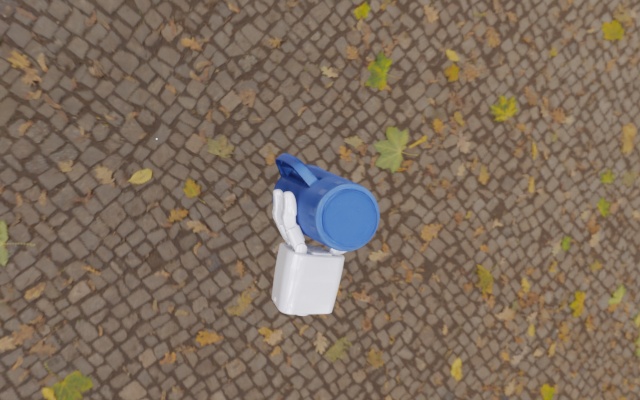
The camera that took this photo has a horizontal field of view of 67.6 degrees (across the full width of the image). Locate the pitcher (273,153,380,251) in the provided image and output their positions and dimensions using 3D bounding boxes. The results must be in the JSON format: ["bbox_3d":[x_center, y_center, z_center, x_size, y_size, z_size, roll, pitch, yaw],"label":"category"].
[{"bbox_3d":[0.000,0.003,0.835,0.149,0.145,0.243,10,4,-20],"label":"pitcher"}]
